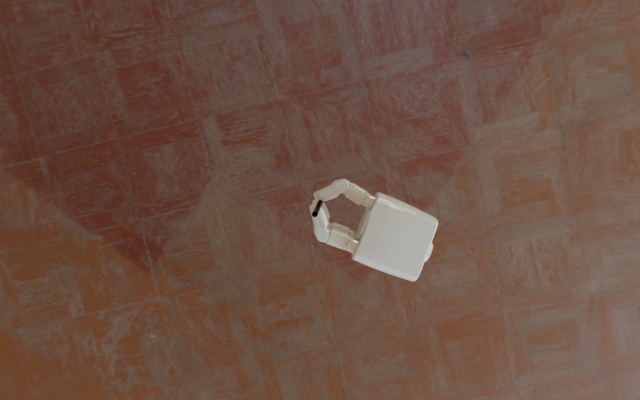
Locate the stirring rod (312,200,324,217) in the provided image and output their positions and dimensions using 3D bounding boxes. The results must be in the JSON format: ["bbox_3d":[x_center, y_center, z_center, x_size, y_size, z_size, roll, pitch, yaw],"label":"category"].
[{"bbox_3d":[0.000,0.002,0.765,0.011,0.011,0.239,0,8,4],"label":"stirring rod"}]
